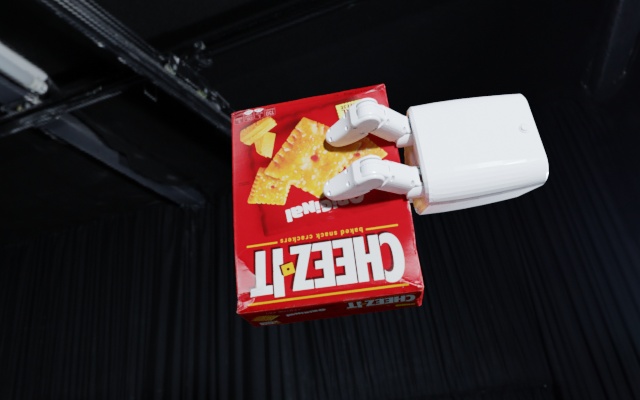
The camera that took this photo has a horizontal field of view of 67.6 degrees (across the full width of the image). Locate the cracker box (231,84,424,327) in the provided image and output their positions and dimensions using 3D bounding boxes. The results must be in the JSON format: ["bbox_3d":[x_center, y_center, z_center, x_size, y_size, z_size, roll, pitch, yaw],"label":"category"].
[{"bbox_3d":[0.000,0.001,0.467,0.164,0.213,0.072,-9,-25,5],"label":"cracker box"}]
